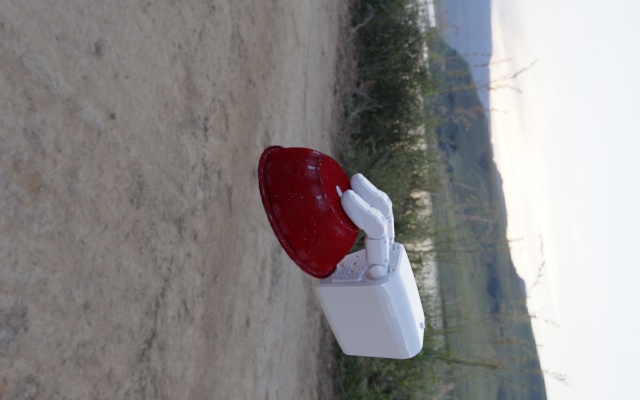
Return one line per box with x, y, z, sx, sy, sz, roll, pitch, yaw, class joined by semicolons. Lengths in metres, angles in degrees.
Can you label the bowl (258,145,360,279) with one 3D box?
0.000;0.001;0.529;0.055;0.162;0.162;-24;-10;22;bowl
